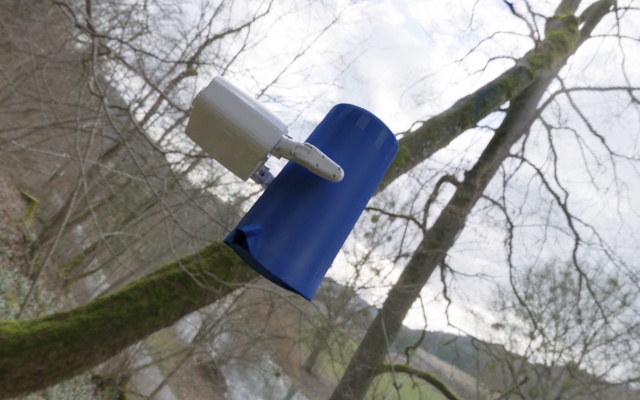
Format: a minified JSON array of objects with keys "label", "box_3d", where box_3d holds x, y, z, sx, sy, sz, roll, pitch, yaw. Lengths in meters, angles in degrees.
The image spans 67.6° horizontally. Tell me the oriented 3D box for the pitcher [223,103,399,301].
[{"label":"pitcher","box_3d":[0.000,0.002,0.627,0.145,0.243,0.149,37,-12,-7]}]
